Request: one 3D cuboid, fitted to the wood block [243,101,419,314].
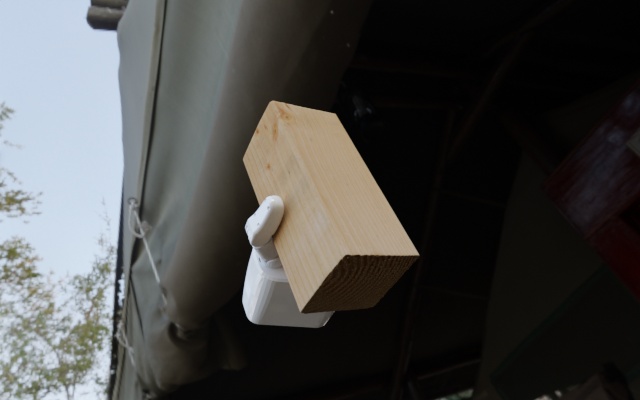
[{"bbox_3d":[0.000,0.002,0.493,0.091,0.206,0.090,4,-45,-35],"label":"wood block"}]
